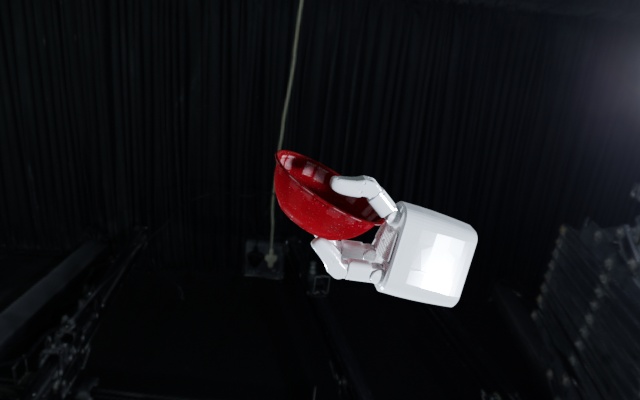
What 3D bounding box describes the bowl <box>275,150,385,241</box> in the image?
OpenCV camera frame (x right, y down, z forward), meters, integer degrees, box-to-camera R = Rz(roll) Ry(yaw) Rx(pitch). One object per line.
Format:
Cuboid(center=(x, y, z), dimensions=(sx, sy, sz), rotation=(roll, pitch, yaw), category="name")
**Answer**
Cuboid(center=(-0.001, 0.002, 0.606), dimensions=(0.162, 0.055, 0.162), rotation=(31, 16, -10), category="bowl")
